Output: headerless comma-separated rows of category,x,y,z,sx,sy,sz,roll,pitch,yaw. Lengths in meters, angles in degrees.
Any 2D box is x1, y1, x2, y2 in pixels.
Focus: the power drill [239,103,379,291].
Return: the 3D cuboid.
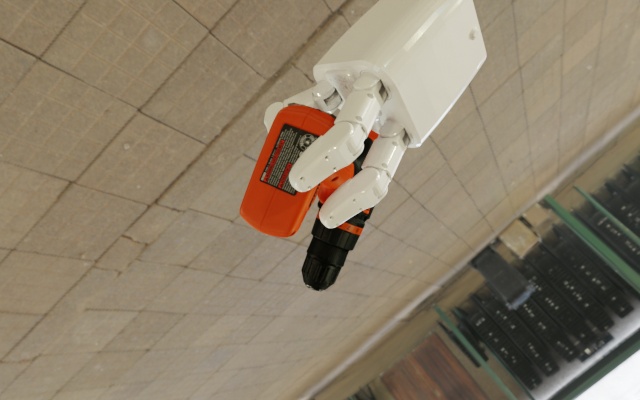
power drill,0.000,0.001,0.452,0.057,0.184,0.188,21,0,22
